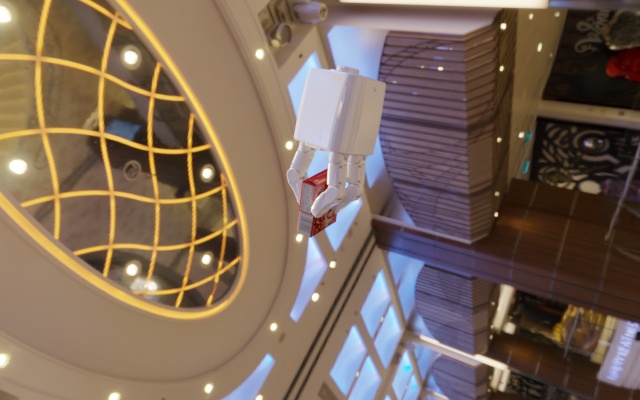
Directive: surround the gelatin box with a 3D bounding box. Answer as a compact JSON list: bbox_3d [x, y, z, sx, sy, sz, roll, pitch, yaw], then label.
[{"bbox_3d":[0.000,0.003,0.722,0.030,0.089,0.073,22,29,27],"label":"gelatin box"}]
